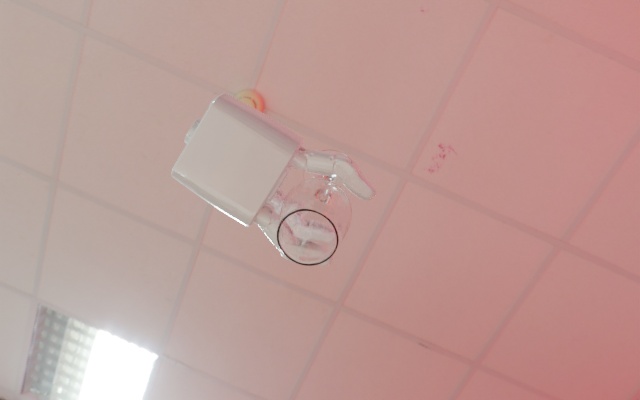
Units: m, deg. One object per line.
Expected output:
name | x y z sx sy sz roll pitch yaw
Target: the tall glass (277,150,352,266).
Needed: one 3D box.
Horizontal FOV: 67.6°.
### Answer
tall glass | 0.000 0.002 0.559 0.079 0.079 0.201 0 21 8
